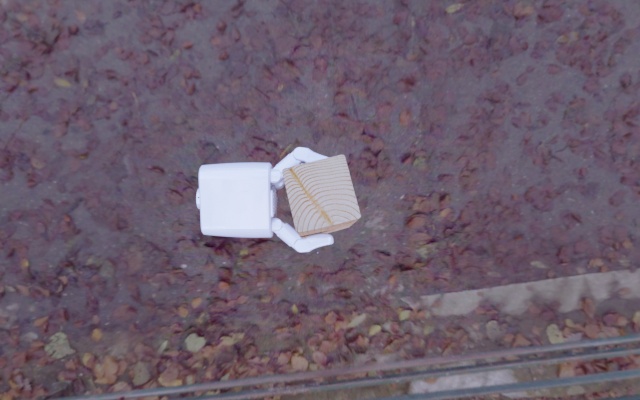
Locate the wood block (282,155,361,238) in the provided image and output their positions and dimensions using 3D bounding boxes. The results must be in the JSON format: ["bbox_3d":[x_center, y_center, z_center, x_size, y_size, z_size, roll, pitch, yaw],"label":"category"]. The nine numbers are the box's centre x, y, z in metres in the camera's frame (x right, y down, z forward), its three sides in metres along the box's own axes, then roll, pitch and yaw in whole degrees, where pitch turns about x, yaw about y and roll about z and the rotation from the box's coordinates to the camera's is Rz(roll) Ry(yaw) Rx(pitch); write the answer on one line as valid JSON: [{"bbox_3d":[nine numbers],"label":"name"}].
[{"bbox_3d":[0.000,0.003,0.732,0.090,0.091,0.206,-13,-6,-2],"label":"wood block"}]
